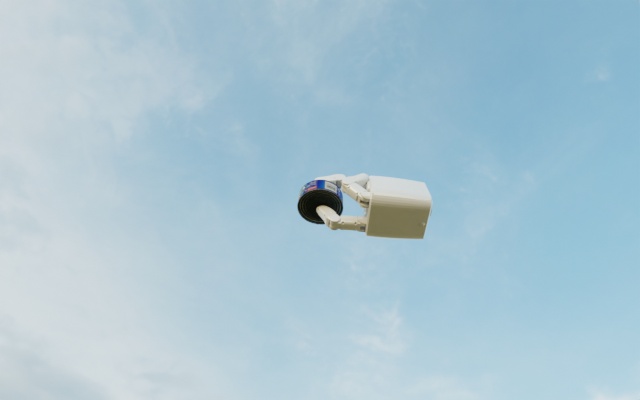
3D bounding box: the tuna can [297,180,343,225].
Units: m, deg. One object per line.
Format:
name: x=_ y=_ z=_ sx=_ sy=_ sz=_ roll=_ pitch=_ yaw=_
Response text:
tuna can: x=0.000 y=0.003 z=0.897 sx=0.086 sy=0.086 sz=0.033 roll=0 pitch=39 yaw=3
